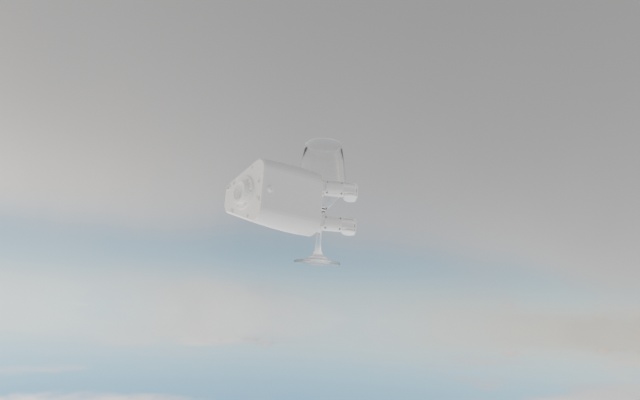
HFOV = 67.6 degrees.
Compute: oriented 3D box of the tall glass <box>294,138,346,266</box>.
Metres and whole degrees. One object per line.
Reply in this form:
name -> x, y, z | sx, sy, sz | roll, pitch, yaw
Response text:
tall glass -> 0.000, 0.003, 0.776 | 0.079, 0.201, 0.079 | 3, -14, 1
